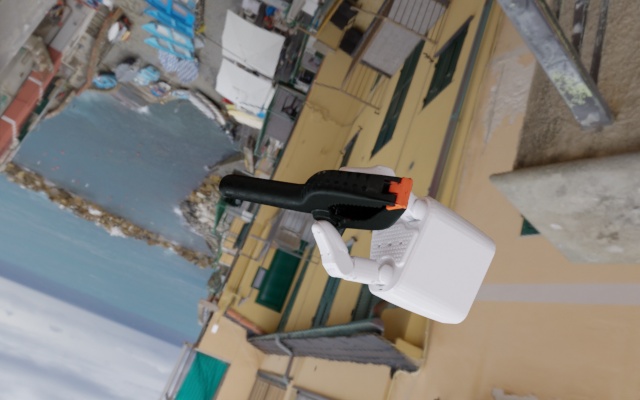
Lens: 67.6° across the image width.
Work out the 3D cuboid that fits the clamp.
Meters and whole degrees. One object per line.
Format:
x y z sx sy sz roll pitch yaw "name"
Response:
0.000 0.002 0.473 0.164 0.036 0.210 26 -21 -25 "clamp"
